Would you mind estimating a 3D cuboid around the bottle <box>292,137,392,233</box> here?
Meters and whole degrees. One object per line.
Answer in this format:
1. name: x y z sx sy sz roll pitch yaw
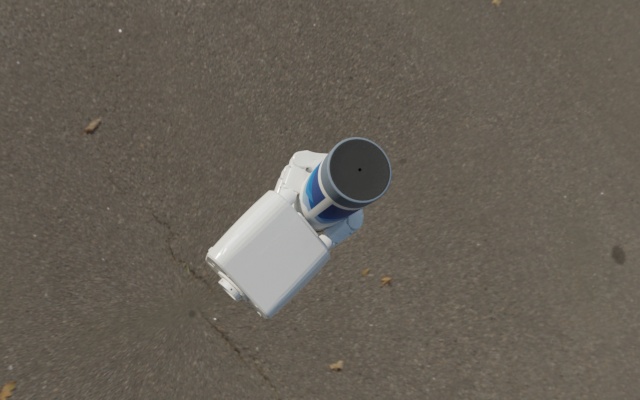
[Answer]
1. bottle: 0.000 0.002 0.597 0.069 0.069 0.296 0 -12 -15
